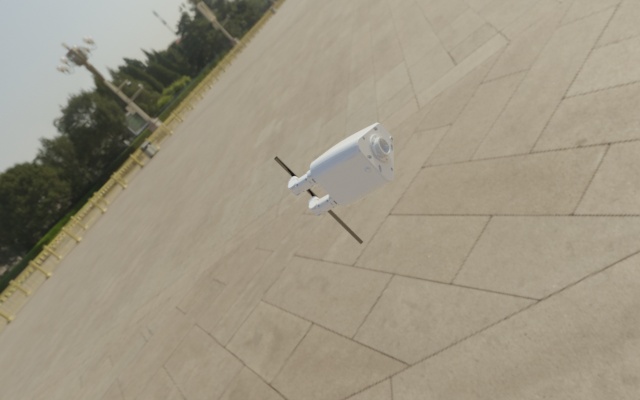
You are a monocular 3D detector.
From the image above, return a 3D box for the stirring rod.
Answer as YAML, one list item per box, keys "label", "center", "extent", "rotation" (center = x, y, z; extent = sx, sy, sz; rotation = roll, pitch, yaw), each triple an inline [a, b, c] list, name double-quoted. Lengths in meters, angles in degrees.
- label: "stirring rod"
  center: [0.000, 0.003, 0.896]
  extent: [0.239, 0.011, 0.011]
  rotation: [45, -19, -20]
